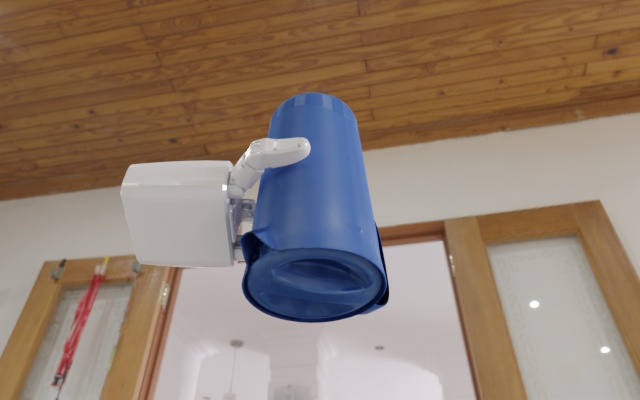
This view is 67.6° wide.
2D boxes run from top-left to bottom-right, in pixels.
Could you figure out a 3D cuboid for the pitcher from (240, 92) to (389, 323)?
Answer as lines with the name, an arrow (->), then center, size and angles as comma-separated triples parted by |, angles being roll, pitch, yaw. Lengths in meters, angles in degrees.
pitcher -> 0.000, 0.002, 0.519 | 0.145, 0.242, 0.149 | -1, -41, 1
